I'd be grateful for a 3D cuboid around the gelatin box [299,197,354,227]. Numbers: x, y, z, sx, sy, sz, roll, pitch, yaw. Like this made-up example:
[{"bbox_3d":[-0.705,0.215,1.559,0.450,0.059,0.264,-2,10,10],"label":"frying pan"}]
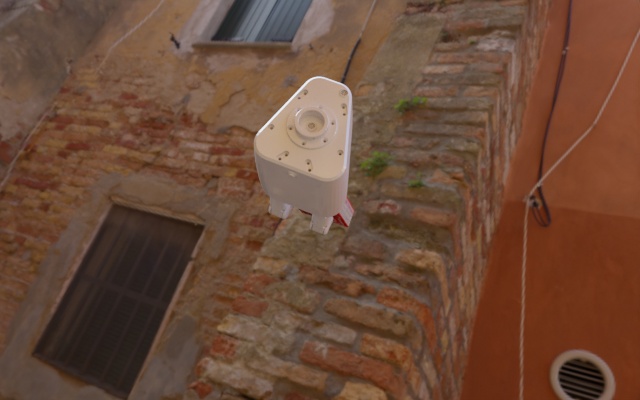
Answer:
[{"bbox_3d":[0.000,0.002,0.636,0.073,0.030,0.089,17,-14,19],"label":"gelatin box"}]
